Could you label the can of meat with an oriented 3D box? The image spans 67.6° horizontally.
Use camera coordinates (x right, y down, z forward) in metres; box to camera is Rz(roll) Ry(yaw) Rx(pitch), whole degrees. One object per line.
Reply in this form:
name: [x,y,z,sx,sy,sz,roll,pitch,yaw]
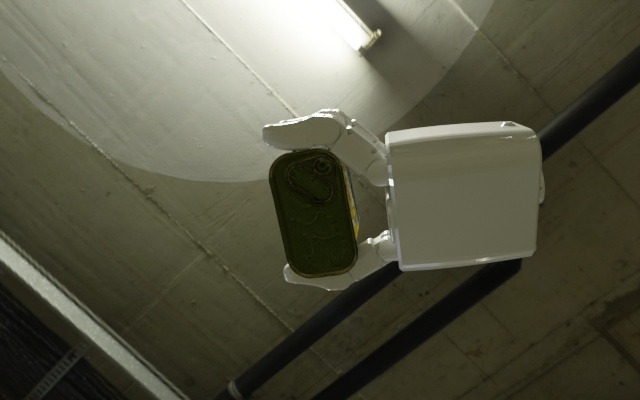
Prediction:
can of meat: [0.000,0.001,0.404,0.057,0.102,0.084,-9,13,10]
